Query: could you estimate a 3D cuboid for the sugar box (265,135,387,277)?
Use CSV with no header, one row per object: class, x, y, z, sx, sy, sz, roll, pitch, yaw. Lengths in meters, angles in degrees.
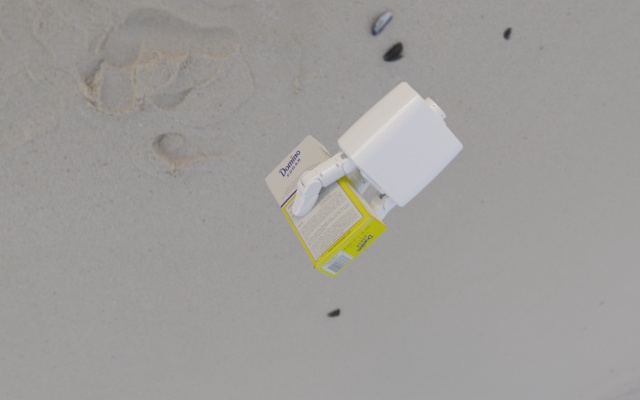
sugar box,0.001,0.002,0.613,0.048,0.093,0.176,35,17,-44
